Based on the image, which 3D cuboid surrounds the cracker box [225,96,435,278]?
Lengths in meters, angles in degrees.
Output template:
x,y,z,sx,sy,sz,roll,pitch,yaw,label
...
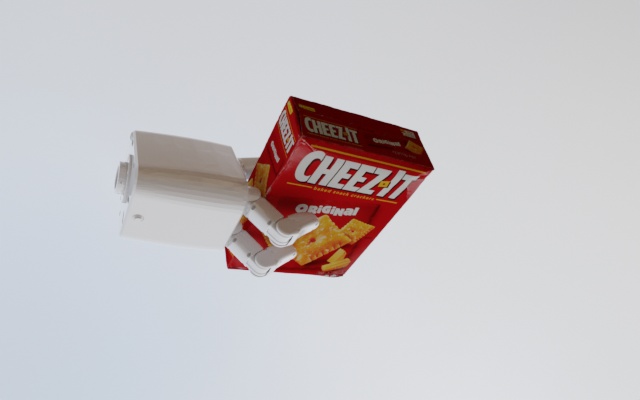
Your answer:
x,y,z,sx,sy,sz,roll,pitch,yaw,label
0.000,0.002,0.549,0.164,0.072,0.214,10,-45,-28,cracker box
